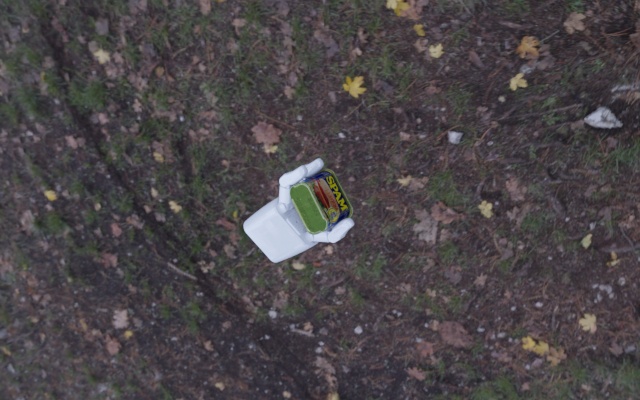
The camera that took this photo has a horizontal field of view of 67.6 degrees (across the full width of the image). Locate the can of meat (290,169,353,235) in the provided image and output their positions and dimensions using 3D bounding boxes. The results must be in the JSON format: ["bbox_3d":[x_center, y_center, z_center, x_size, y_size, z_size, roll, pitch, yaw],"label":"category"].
[{"bbox_3d":[0.000,0.003,0.862,0.057,0.102,0.084,-26,1,39],"label":"can of meat"}]
